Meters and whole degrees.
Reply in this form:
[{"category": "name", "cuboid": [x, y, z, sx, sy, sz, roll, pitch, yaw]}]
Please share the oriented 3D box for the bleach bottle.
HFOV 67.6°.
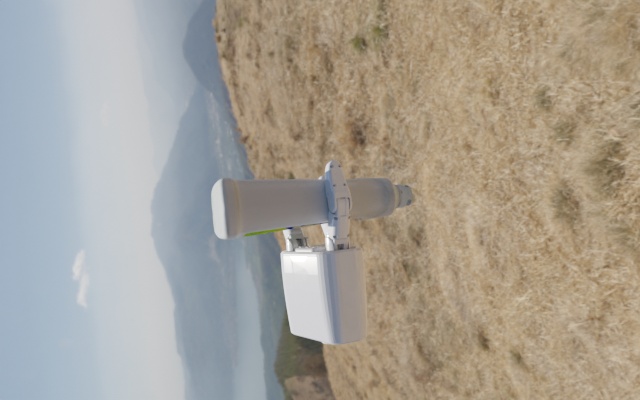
[{"category": "bleach bottle", "cuboid": [0.000, 0.002, 0.583, 0.251, 0.068, 0.102, -5, -3, -20]}]
